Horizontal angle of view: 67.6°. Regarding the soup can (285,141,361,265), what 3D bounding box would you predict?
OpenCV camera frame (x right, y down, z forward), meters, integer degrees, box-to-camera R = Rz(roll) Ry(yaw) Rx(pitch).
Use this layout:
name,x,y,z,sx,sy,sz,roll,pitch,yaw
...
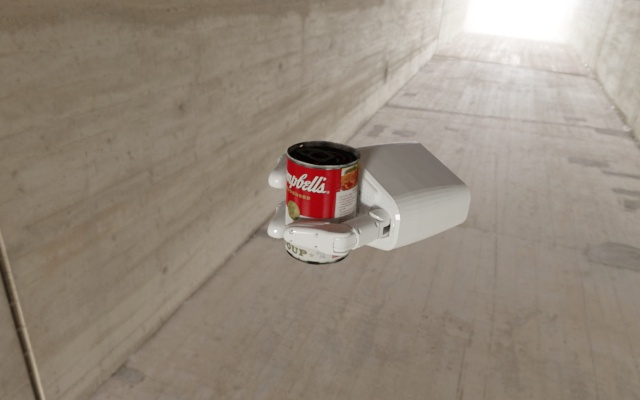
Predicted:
name,x,y,z,sx,sy,sz,roll,pitch,yaw
soup can,0.000,0.002,0.458,0.068,0.102,0.068,3,25,-1
